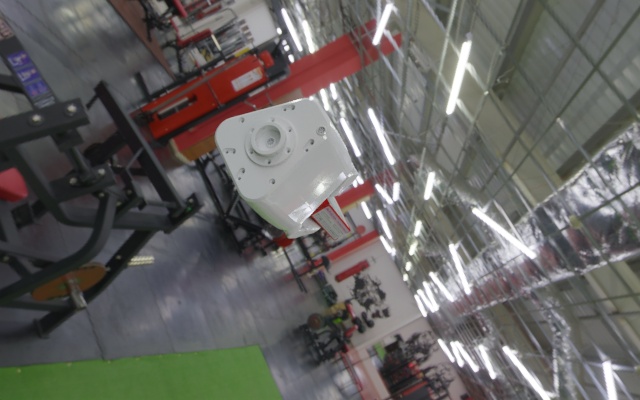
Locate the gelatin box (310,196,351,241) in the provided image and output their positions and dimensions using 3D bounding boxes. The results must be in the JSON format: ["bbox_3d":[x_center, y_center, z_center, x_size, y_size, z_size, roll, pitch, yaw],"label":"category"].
[{"bbox_3d":[0.001,0.002,0.616,0.030,0.073,0.089,-31,-33,7],"label":"gelatin box"}]
